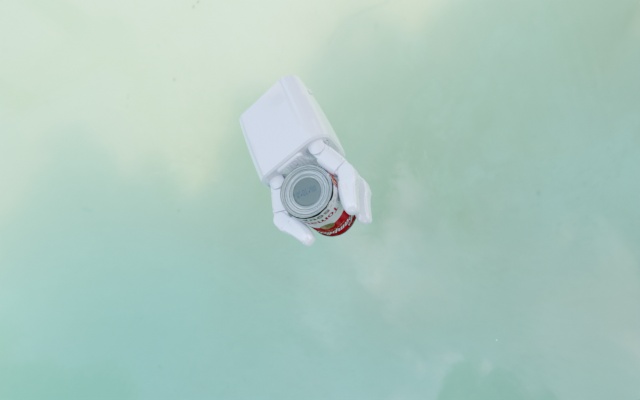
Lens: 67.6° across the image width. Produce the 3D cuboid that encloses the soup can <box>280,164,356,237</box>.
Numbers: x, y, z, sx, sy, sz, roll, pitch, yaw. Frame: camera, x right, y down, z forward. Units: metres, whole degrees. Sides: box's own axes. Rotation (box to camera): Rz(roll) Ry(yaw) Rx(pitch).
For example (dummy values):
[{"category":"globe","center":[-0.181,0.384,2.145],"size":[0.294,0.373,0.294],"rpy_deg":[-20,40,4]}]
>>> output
[{"category":"soup can","center":[0.000,0.002,0.594],"size":[0.068,0.068,0.102],"rpy_deg":[0,-15,20]}]
